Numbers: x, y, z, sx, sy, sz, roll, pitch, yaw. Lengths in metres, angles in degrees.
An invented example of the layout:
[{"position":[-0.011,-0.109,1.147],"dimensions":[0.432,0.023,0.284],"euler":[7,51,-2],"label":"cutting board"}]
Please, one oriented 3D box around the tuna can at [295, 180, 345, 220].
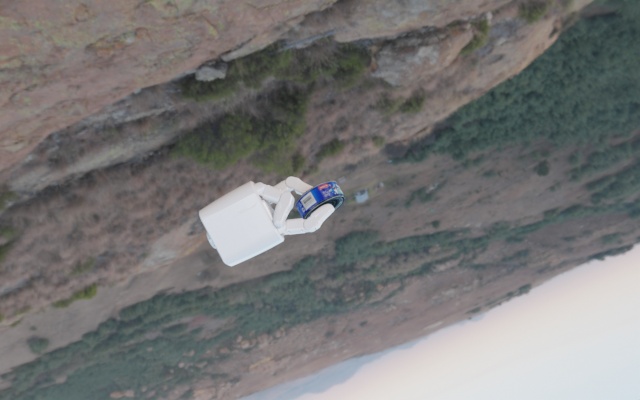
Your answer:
[{"position":[0.000,0.003,0.847],"dimensions":[0.086,0.033,0.086],"euler":[-27,-19,-10],"label":"tuna can"}]
